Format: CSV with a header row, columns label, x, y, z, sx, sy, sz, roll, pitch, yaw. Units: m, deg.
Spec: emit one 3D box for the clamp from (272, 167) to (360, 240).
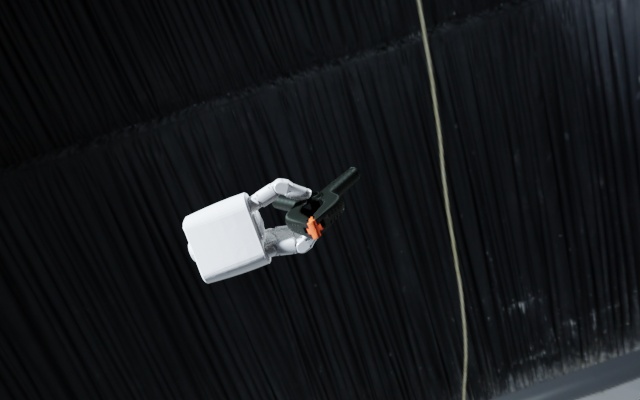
label,x,y,z,sx,sy,sz,roll,pitch,yaw
clamp,0.000,0.002,0.764,0.164,0.036,0.210,-23,18,1
